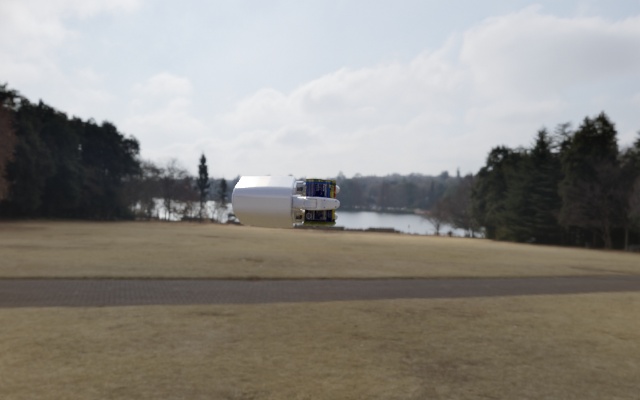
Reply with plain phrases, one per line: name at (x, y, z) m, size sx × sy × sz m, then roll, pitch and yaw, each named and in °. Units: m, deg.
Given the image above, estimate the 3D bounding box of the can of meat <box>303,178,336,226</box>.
can of meat at (0.000, 0.003, 0.889) m, size 0.057 × 0.084 × 0.102 m, roll 2°, pitch 0°, yaw 5°
